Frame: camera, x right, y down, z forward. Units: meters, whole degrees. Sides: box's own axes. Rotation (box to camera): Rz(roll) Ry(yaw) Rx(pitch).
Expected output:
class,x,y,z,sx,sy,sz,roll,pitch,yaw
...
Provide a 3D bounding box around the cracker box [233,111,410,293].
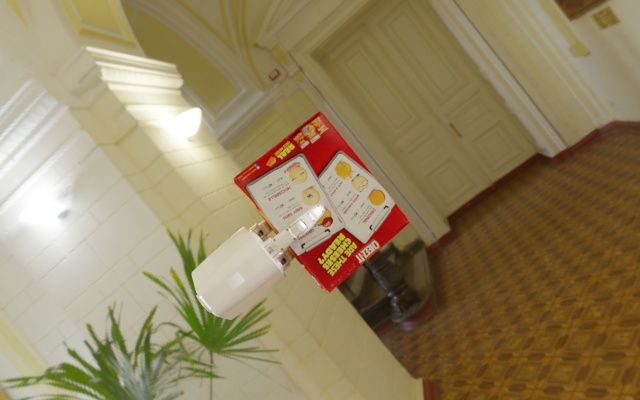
class,x,y,z,sx,sy,sz,roll,pitch,yaw
cracker box,0.000,0.002,0.716,0.164,0.214,0.072,-40,3,-9
